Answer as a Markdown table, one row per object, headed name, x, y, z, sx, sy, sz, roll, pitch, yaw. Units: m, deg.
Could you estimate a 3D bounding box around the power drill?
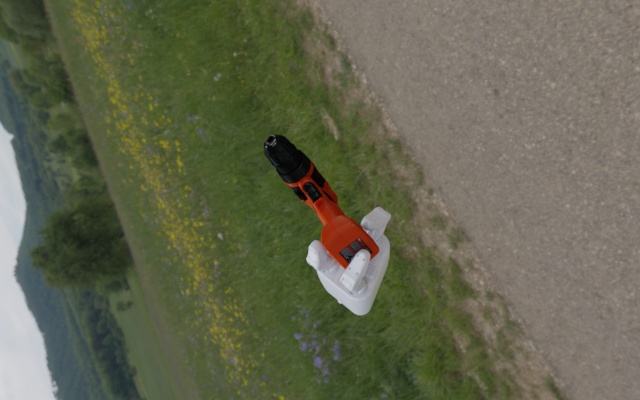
| name | x | y | z | sx | sy | sz | roll | pitch | yaw |
| --- | --- | --- | --- | --- | --- | --- | --- | --- | --- |
| power drill | 0.000 | 0.003 | 0.686 | 0.057 | 0.187 | 0.184 | -38 | -43 | 6 |
